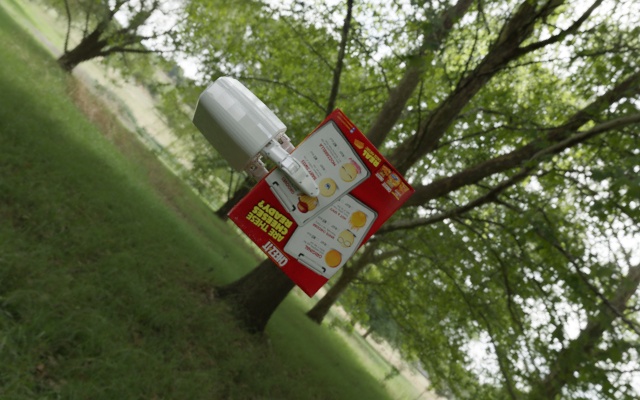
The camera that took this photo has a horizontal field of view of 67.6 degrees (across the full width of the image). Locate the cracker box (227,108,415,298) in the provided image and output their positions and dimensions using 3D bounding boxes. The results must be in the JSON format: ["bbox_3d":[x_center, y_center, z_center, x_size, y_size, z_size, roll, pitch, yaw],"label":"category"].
[{"bbox_3d":[0.000,0.002,0.683,0.213,0.164,0.072,-45,7,-7],"label":"cracker box"}]
